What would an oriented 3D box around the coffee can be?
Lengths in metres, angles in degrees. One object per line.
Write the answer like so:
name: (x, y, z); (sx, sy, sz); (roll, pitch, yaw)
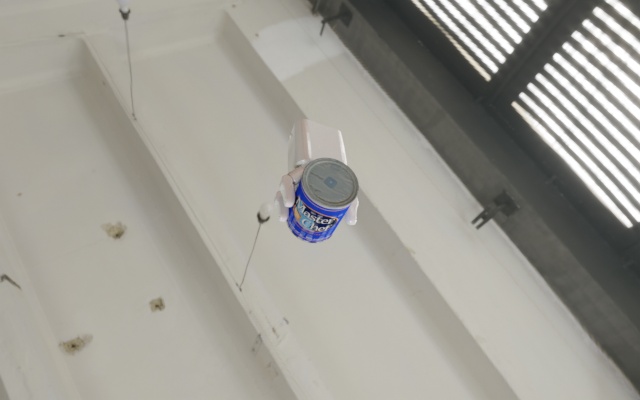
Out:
coffee can: (0.000, 0.003, 0.878); (0.103, 0.102, 0.140); (0, -30, -18)
